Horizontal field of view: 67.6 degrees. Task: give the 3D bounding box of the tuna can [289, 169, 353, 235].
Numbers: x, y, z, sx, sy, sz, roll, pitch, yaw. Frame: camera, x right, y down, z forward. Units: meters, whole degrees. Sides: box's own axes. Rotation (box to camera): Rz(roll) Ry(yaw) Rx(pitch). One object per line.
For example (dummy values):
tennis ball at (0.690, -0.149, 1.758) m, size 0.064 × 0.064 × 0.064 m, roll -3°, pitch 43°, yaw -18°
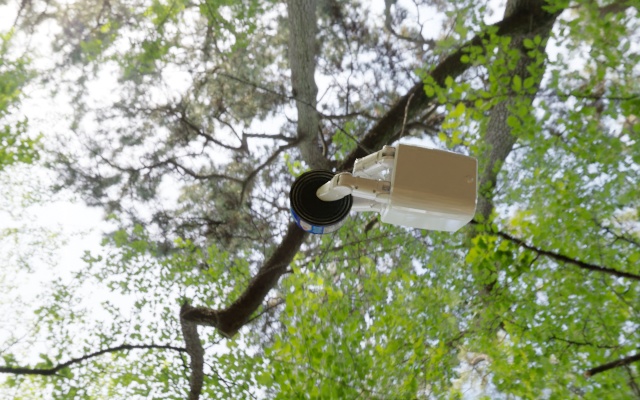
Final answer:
tuna can at (0.000, 0.002, 0.647) m, size 0.086 × 0.086 × 0.034 m, roll 0°, pitch -27°, yaw -4°
